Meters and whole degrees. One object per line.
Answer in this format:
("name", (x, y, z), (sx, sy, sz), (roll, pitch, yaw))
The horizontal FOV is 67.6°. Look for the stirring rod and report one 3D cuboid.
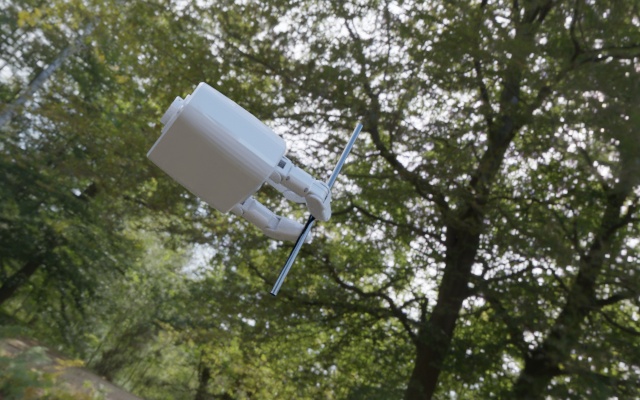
("stirring rod", (0.000, 0.002, 0.549), (0.011, 0.239, 0.011), (22, -26, 11))
